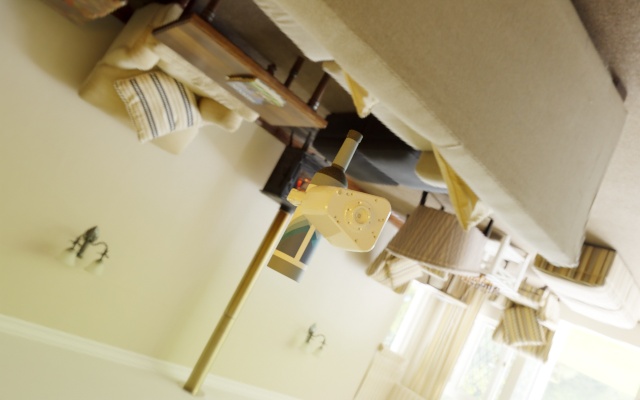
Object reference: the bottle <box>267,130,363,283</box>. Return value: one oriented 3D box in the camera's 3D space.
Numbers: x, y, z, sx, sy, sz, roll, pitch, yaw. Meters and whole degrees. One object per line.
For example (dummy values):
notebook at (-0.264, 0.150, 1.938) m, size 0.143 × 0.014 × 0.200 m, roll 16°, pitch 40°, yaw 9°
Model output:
bottle at (0.000, 0.003, 0.871) m, size 0.069 × 0.295 × 0.069 m, roll 27°, pitch -9°, yaw 5°
